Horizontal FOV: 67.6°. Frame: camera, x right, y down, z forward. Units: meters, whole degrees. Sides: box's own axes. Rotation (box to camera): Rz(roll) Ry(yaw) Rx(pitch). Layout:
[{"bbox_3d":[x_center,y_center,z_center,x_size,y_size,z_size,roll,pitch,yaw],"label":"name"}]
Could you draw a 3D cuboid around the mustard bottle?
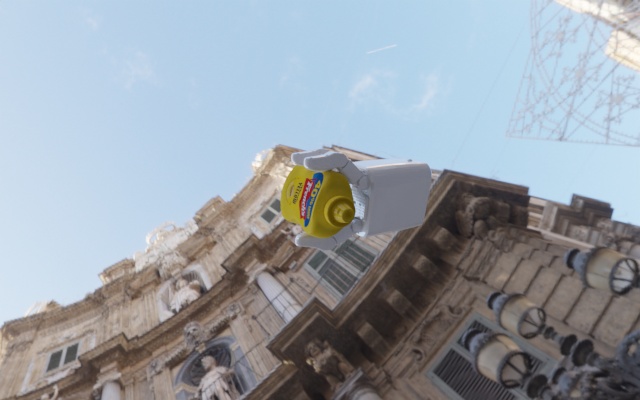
[{"bbox_3d":[0.000,0.002,0.683,0.058,0.096,0.191,18,3,-25],"label":"mustard bottle"}]
